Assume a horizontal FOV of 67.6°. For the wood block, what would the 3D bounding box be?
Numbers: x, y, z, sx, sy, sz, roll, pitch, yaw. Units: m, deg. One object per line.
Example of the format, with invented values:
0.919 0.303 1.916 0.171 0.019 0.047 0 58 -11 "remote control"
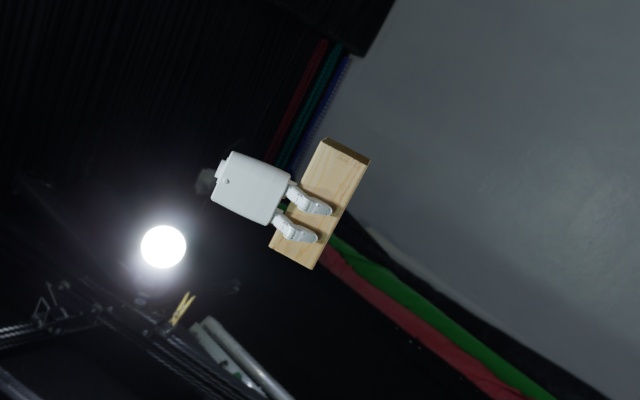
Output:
0.000 0.003 0.844 0.090 0.206 0.091 28 15 2 "wood block"
